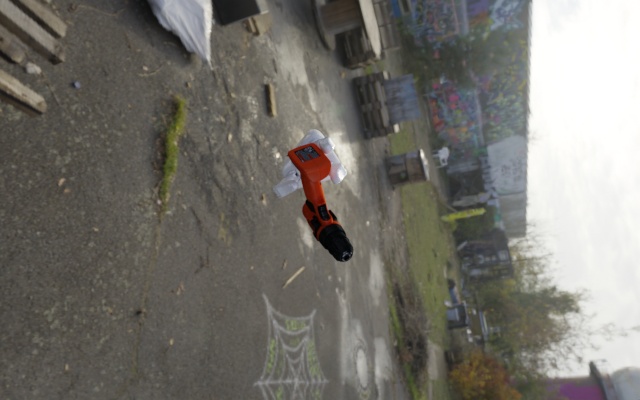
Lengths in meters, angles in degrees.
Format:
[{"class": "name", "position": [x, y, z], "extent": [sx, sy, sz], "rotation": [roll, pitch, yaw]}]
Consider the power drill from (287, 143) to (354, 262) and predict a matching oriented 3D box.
[{"class": "power drill", "position": [0.000, 0.002, 0.877], "extent": [0.057, 0.188, 0.184], "rotation": [-21, 36, -14]}]
